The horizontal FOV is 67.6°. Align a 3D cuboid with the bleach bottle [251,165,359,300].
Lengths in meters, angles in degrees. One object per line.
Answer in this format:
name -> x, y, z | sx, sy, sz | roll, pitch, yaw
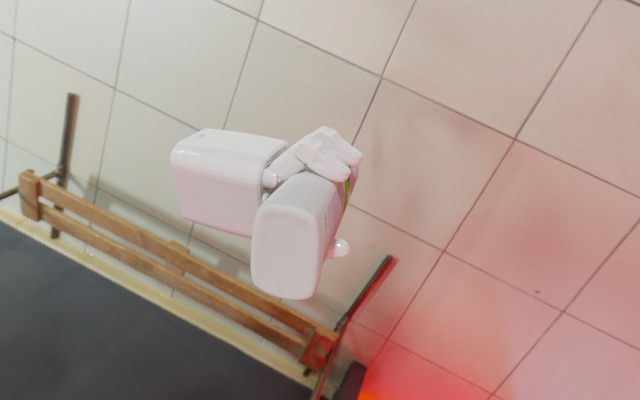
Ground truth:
bleach bottle -> 0.000, 0.002, 0.543 | 0.068, 0.103, 0.250 | 11, 25, 12
